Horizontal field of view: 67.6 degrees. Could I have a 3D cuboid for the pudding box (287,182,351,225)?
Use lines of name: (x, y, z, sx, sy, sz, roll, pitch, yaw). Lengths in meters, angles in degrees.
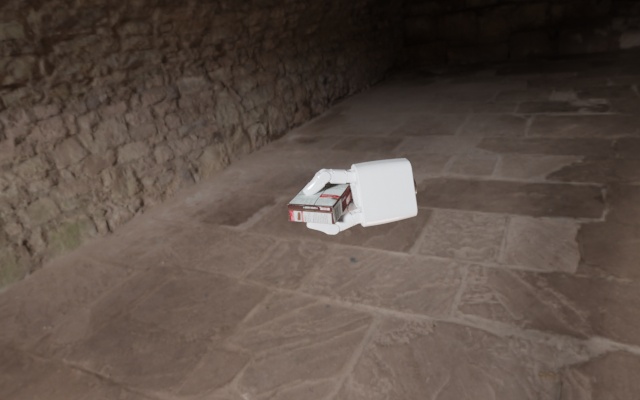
pudding box: (0.000, 0.003, 0.894, 0.090, 0.039, 0.113, 3, 23, 20)
